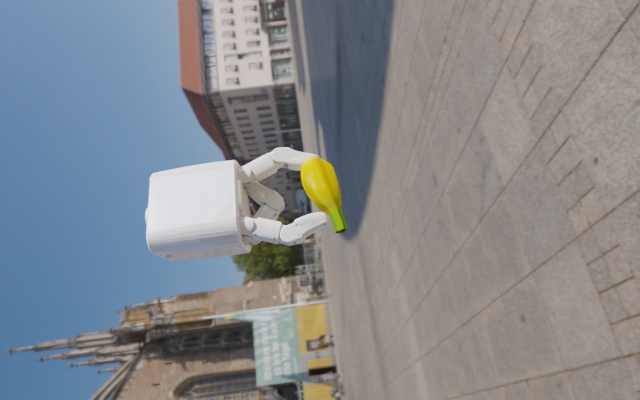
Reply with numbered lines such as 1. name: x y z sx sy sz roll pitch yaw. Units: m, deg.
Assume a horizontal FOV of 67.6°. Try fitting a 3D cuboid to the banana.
1. banana: -0.002 -0.016 0.544 0.037 0.069 0.197 -8 10 -2
